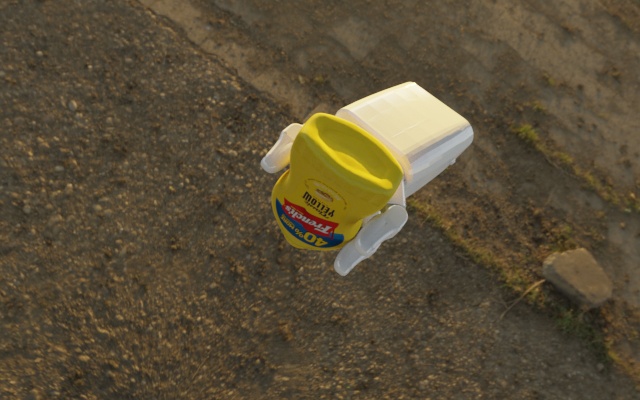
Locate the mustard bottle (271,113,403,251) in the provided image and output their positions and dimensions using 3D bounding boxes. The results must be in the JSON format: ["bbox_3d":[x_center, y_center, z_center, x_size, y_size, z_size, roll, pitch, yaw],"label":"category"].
[{"bbox_3d":[0.000,0.002,0.474,0.096,0.058,0.192,33,-32,0],"label":"mustard bottle"}]
